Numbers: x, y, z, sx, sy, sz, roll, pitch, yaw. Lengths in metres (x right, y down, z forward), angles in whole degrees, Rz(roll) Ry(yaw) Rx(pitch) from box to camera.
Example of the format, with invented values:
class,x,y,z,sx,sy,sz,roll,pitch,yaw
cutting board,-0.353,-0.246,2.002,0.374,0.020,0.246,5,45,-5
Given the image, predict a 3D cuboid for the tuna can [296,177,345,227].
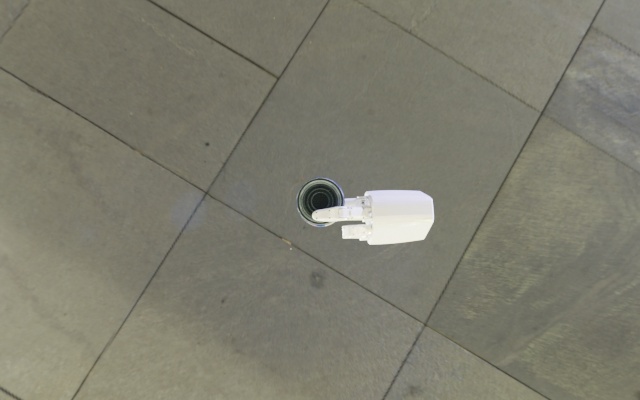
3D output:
class,x,y,z,sx,sy,sz,roll,pitch,yaw
tuna can,0.000,0.003,0.838,0.086,0.086,0.034,0,-5,2
